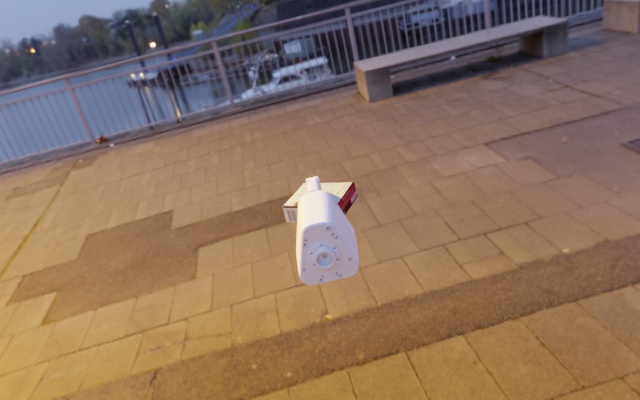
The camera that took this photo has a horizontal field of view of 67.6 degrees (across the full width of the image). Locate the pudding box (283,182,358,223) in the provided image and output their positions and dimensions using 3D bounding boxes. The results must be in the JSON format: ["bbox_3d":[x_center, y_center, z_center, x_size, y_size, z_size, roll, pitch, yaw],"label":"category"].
[{"bbox_3d":[0.000,0.003,0.870,0.113,0.039,0.090,1,31,28],"label":"pudding box"}]
